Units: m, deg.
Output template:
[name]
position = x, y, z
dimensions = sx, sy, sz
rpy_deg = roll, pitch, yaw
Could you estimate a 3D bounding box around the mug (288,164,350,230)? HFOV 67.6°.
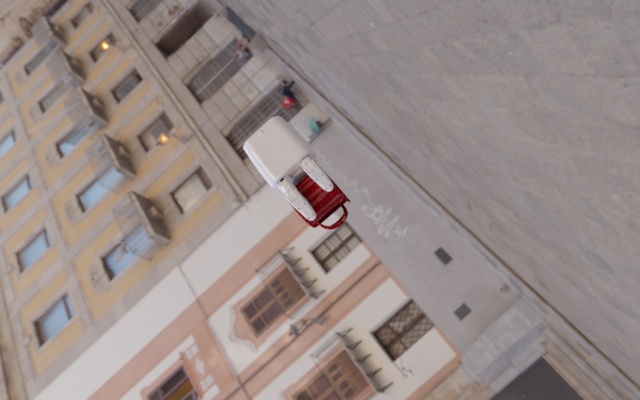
[mug]
position = 0.001, 0.004, 0.846
dimensions = 0.081, 0.117, 0.093
rpy_deg = -41, -25, 4
